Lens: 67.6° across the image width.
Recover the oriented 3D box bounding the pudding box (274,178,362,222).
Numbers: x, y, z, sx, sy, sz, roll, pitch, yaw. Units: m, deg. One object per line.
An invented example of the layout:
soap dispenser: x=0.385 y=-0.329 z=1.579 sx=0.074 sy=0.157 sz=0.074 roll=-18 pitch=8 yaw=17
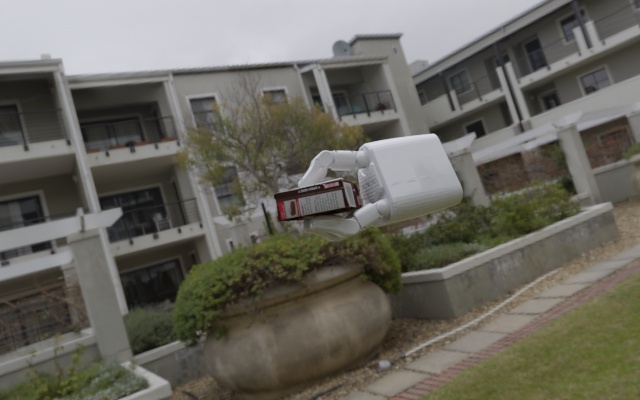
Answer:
pudding box: x=0.000 y=0.002 z=0.612 sx=0.090 sy=0.039 sz=0.113 roll=-13 pitch=-6 yaw=12
